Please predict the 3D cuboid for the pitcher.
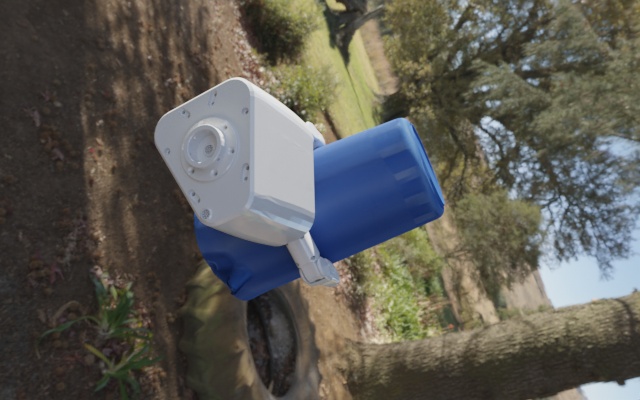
[{"bbox_3d":[0.000,0.002,0.517,0.243,0.149,0.145,-22,-18,17],"label":"pitcher"}]
